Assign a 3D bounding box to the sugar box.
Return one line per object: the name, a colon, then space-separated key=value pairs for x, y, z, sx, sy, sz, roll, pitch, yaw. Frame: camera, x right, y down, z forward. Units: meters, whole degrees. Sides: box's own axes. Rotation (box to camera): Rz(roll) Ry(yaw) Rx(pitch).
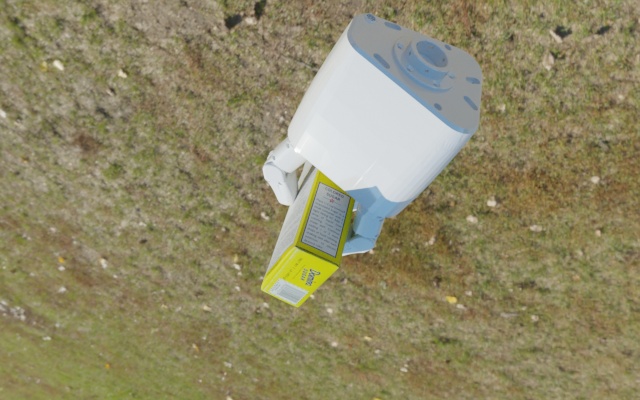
sugar box: x=0.001 y=0.002 z=0.450 sx=0.048 sy=0.176 sz=0.093 roll=27 pitch=-39 yaw=-9
